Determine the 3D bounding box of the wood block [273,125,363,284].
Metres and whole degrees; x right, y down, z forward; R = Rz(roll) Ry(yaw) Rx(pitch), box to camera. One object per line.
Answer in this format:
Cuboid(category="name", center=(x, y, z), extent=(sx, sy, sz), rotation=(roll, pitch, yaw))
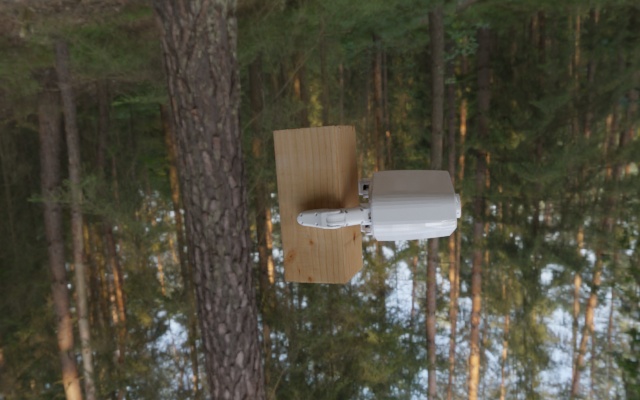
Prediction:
Cuboid(category="wood block", center=(0.000, 0.002, 0.663), extent=(0.090, 0.206, 0.091), rotation=(-1, 7, 21))
